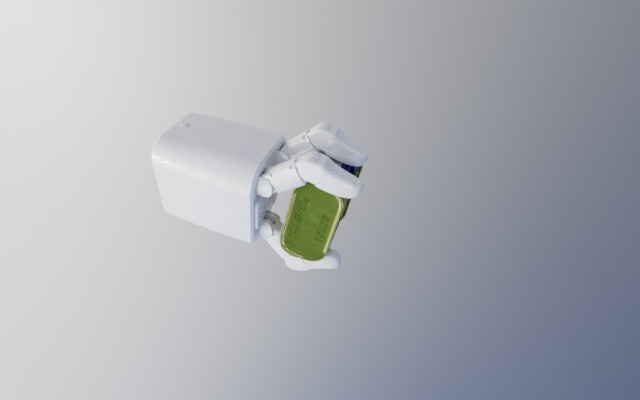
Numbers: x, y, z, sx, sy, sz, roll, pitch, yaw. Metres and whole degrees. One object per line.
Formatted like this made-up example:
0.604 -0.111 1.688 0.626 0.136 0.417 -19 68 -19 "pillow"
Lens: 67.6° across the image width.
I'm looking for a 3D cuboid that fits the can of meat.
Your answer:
0.000 0.002 0.499 0.057 0.102 0.084 20 35 4 "can of meat"
